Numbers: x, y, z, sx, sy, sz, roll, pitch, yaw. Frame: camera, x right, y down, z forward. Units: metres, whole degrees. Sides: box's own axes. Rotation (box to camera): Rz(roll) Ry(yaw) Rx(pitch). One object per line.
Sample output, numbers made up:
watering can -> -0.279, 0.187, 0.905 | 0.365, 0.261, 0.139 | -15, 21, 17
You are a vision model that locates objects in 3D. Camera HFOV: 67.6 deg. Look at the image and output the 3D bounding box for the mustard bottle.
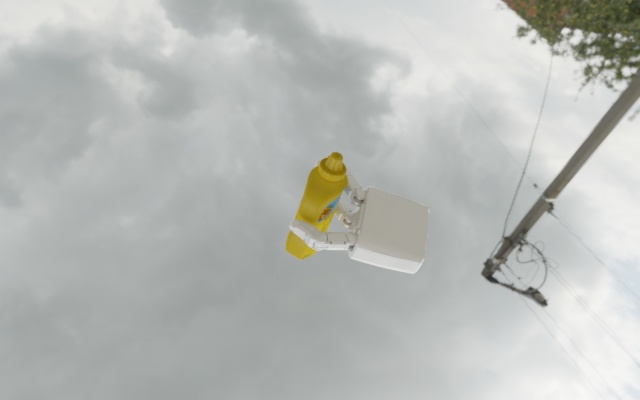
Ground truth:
mustard bottle -> 0.000, 0.002, 0.742 | 0.058, 0.192, 0.096 | 32, 44, 12
